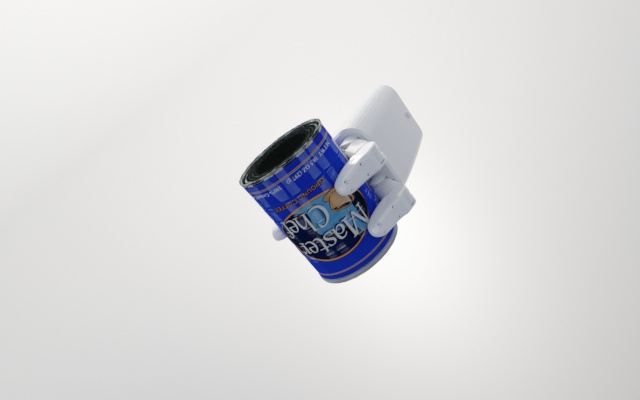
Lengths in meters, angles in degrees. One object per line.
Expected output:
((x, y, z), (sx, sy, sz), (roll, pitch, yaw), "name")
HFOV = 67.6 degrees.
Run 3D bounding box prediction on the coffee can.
((0.000, 0.002, 0.495), (0.103, 0.140, 0.102), (-33, 21, 15), "coffee can")
